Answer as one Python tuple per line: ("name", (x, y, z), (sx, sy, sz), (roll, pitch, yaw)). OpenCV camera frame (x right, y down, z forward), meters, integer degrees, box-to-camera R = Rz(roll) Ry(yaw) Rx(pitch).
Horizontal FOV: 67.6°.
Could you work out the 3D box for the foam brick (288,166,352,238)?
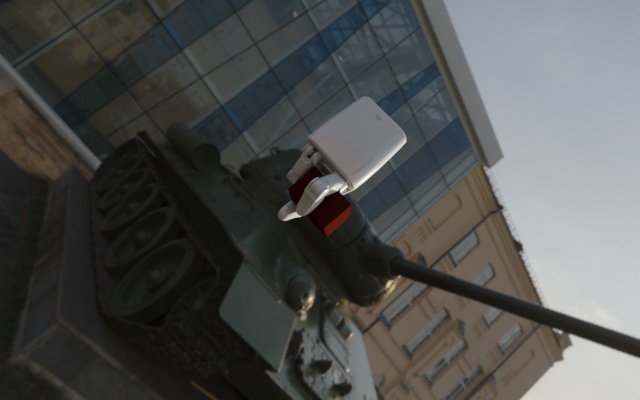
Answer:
("foam brick", (0.000, 0.002, 0.666), (0.051, 0.078, 0.053), (-40, -14, -9))
